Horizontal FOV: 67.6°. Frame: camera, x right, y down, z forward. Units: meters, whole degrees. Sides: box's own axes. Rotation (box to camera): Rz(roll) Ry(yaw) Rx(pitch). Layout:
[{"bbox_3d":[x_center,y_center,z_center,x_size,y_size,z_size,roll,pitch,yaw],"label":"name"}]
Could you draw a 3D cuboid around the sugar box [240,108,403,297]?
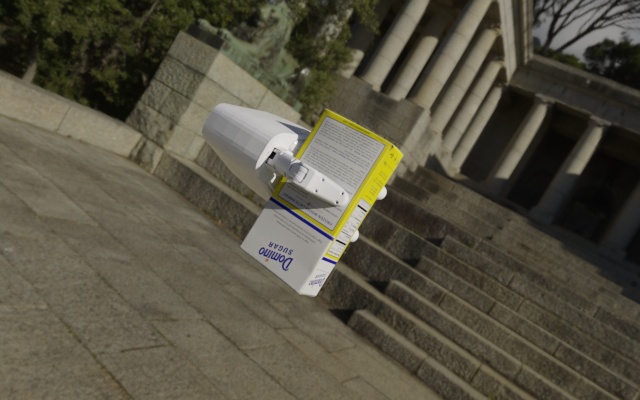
[{"bbox_3d":[0.000,0.002,0.503,0.093,0.176,0.048,33,3,29],"label":"sugar box"}]
